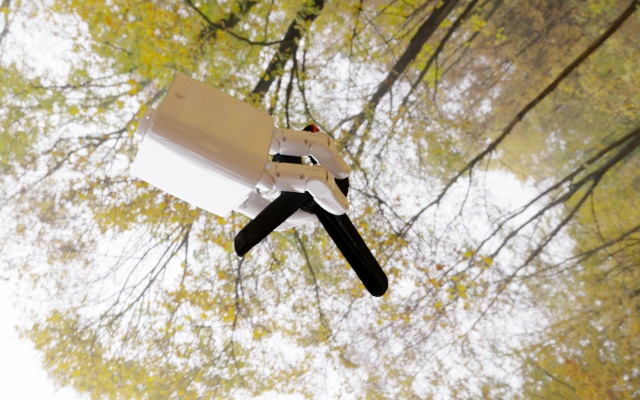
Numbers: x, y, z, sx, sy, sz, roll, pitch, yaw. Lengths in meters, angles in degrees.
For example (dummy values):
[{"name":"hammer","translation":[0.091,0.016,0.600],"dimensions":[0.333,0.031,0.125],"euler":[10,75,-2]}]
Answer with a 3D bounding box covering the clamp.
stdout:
[{"name":"clamp","translation":[-0.001,0.002,0.507],"dimensions":[0.164,0.209,0.036],"euler":[27,-49,-21]}]
